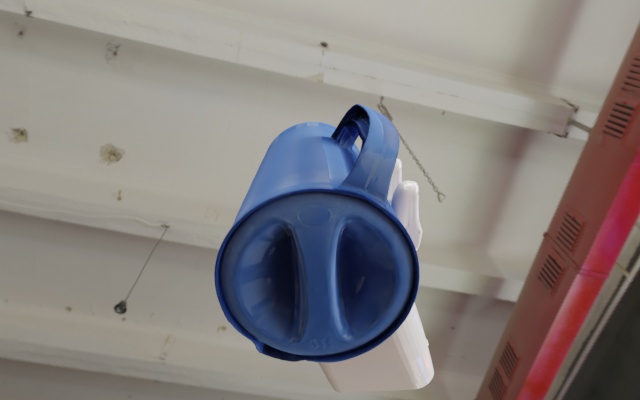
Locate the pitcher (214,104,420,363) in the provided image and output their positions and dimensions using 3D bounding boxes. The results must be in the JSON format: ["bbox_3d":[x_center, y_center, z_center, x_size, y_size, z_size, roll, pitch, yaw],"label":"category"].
[{"bbox_3d":[0.000,0.002,0.411,0.149,0.145,0.242,-21,22,7],"label":"pitcher"}]
